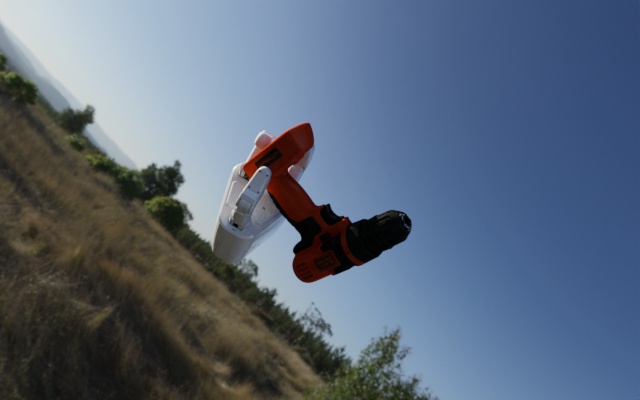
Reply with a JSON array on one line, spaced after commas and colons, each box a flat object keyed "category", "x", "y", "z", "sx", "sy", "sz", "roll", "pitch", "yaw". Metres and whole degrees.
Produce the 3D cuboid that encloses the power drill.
[{"category": "power drill", "x": 0.000, "y": 0.002, "z": 0.593, "sx": 0.184, "sy": 0.187, "sz": 0.057, "roll": -30, "pitch": 1, "yaw": 36}]
